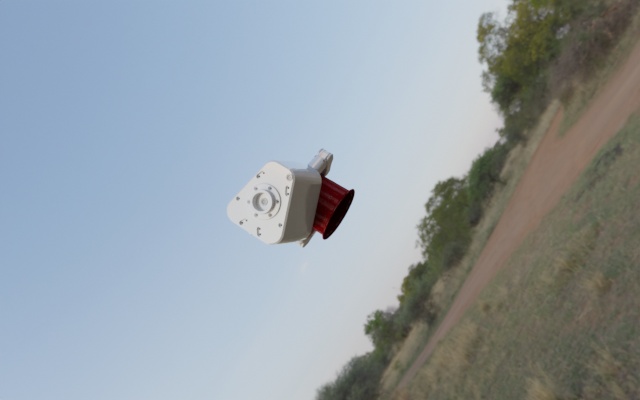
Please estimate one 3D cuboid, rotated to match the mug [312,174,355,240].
[{"bbox_3d":[0.000,0.002,0.775,0.081,0.093,0.117,31,10,15],"label":"mug"}]
